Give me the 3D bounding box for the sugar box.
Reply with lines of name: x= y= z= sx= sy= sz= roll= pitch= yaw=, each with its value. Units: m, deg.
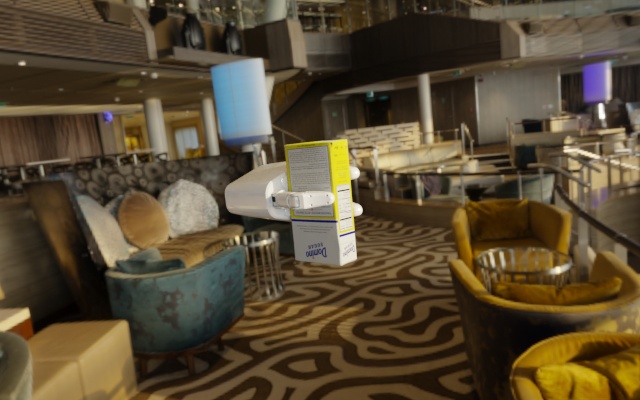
sugar box: x=0.000 y=0.002 z=0.701 sx=0.093 sy=0.176 sz=0.048 roll=1 pitch=11 yaw=41
